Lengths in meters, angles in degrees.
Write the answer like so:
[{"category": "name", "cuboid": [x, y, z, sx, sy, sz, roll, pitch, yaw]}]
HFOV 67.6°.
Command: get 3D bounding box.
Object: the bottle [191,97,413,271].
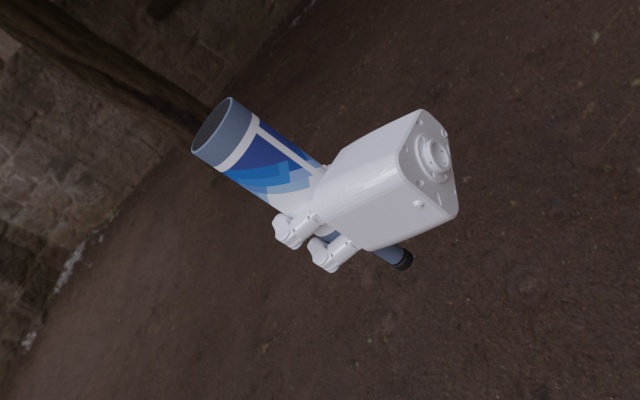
[{"category": "bottle", "cuboid": [0.000, 0.002, 0.532, 0.296, 0.069, 0.069, 35, -18, -28]}]
